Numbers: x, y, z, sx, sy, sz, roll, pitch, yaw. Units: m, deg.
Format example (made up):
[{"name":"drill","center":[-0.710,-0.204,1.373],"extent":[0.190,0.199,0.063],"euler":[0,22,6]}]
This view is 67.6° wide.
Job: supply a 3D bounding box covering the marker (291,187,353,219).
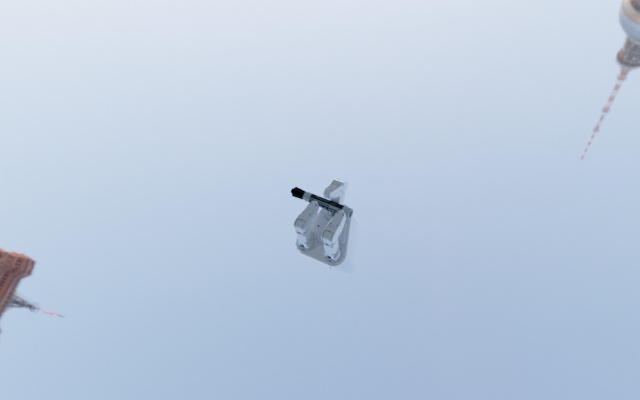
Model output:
[{"name":"marker","center":[0.000,0.003,0.830],"extent":[0.121,0.020,0.020],"euler":[22,9,24]}]
